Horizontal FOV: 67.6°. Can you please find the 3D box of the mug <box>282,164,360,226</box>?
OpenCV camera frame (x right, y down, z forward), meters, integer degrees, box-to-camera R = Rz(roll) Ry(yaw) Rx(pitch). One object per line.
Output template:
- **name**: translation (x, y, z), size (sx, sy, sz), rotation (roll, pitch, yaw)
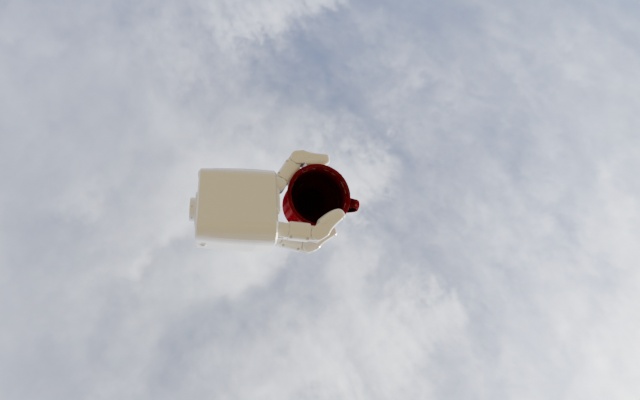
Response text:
- **mug**: translation (0.001, 0.002, 0.716), size (0.117, 0.093, 0.081), rotation (6, -14, -13)
